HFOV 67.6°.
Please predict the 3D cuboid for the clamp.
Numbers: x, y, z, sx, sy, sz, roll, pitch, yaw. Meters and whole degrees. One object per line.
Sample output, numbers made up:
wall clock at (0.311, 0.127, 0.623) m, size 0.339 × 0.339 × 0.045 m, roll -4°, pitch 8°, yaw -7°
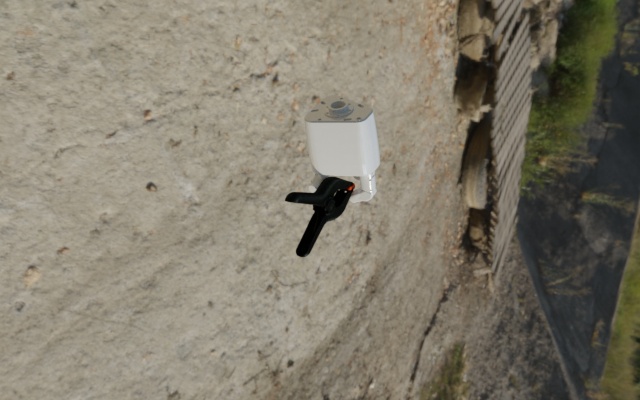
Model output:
clamp at (0.001, 0.003, 0.817) m, size 0.039 × 0.120 × 0.171 m, roll 16°, pitch 47°, yaw 29°
